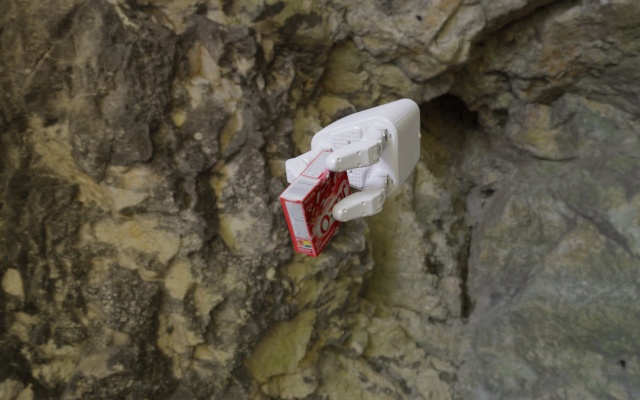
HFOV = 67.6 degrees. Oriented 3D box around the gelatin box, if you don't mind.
[{"bbox_3d":[0.000,0.002,0.493,0.030,0.073,0.089,11,42,29],"label":"gelatin box"}]
